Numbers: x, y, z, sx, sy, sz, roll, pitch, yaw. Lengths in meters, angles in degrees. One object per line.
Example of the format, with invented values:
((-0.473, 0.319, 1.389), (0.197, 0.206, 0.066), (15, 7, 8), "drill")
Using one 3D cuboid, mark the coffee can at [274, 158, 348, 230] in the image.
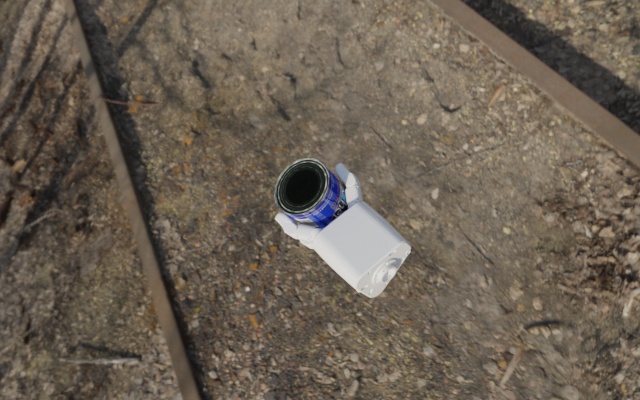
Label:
((0.000, 0.003, 0.827), (0.103, 0.102, 0.140), (0, -22, 29), "coffee can")
